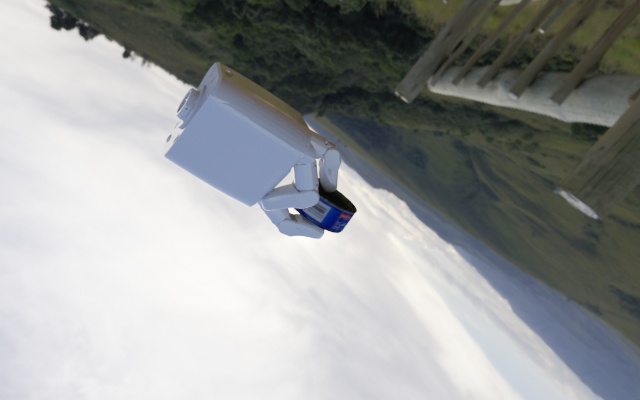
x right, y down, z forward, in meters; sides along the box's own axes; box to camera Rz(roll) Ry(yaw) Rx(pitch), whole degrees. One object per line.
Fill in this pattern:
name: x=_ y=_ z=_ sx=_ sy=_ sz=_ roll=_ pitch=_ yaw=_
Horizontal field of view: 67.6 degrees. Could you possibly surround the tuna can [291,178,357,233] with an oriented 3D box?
tuna can: x=0.000 y=0.002 z=0.579 sx=0.086 sy=0.034 sz=0.086 roll=32 pitch=13 yaw=-9
